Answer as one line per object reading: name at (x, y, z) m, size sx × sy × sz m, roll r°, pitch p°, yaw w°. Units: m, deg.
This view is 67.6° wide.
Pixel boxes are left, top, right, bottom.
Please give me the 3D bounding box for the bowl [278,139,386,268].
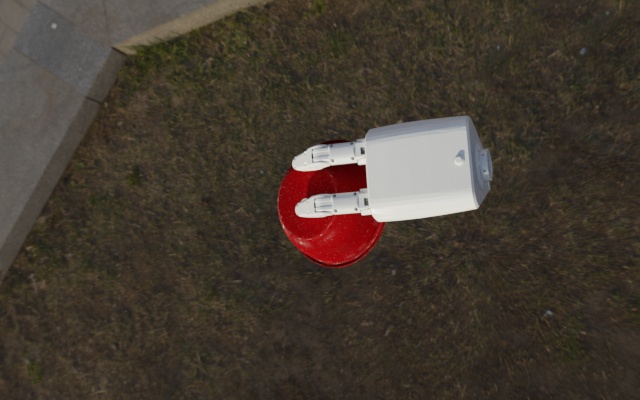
bowl at (-0.001, 0.002, 0.582) m, size 0.162 × 0.162 × 0.055 m, roll 0°, pitch -3°, yaw 38°
